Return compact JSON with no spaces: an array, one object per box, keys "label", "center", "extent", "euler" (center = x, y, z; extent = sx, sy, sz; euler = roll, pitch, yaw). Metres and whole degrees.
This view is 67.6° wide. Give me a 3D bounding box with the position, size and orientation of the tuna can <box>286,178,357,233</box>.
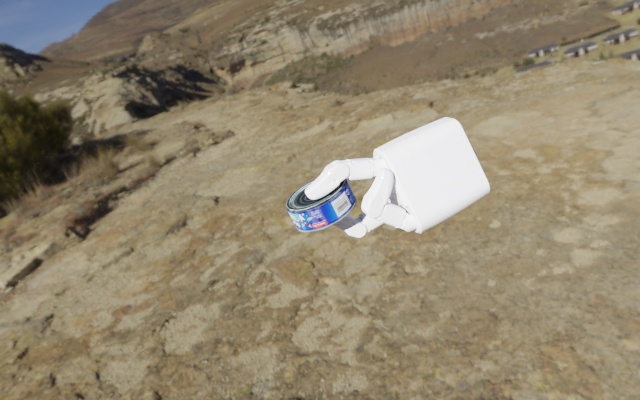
[{"label":"tuna can","center":[0.000,0.002,0.606],"extent":[0.086,0.034,0.086],"euler":[-23,23,10]}]
